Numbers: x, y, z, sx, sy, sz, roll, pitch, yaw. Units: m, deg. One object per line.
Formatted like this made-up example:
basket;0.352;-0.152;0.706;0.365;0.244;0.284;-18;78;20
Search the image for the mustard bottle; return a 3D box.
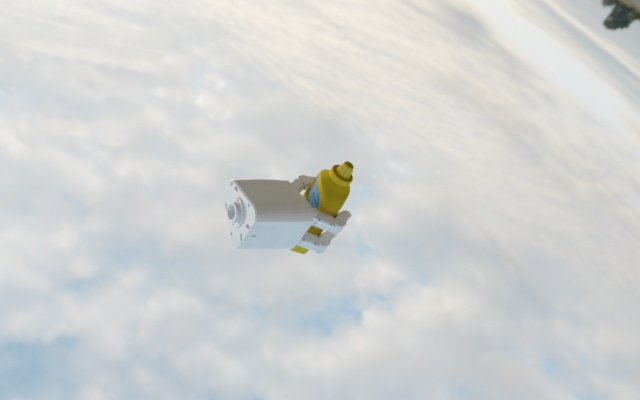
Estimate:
mustard bottle;0.000;0.003;0.833;0.058;0.096;0.192;21;-51;-20
